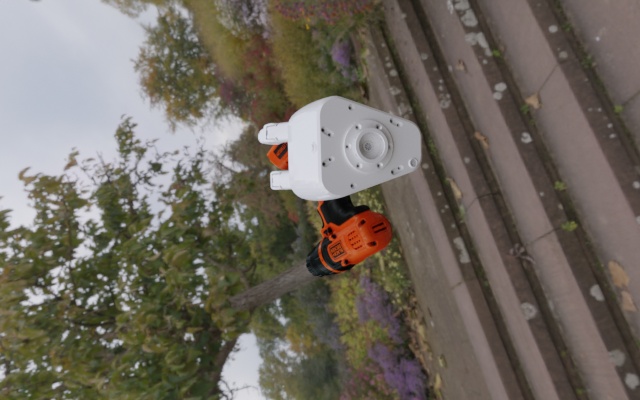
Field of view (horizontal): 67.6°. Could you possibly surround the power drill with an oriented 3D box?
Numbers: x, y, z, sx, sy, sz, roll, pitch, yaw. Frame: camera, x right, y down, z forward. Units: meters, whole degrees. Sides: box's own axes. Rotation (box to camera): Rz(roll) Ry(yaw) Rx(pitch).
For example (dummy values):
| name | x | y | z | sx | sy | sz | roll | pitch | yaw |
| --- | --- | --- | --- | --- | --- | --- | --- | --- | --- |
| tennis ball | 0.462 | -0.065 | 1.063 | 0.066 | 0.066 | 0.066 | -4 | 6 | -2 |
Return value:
| name | x | y | z | sx | sy | sz | roll | pitch | yaw |
| --- | --- | --- | --- | --- | --- | --- | --- | --- | --- |
| power drill | 0.000 | 0.002 | 0.616 | 0.057 | 0.187 | 0.184 | -22 | -9 | -33 |
